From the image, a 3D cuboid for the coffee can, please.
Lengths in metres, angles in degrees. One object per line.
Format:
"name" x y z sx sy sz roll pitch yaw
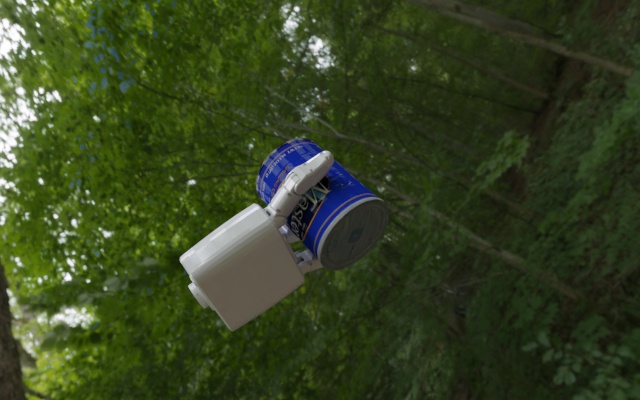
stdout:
"coffee can" 0.000 0.002 0.588 0.103 0.103 0.140 0 35 -46
